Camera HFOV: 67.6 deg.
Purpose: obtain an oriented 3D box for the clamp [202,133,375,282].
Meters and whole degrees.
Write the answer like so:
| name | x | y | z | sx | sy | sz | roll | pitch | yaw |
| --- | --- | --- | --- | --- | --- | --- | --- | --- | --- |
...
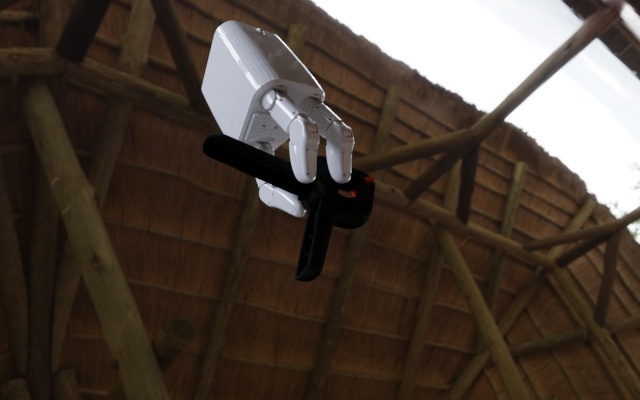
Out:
| name | x | y | z | sx | sy | sz | roll | pitch | yaw |
| --- | --- | --- | --- | --- | --- | --- | --- | --- | --- |
| clamp | 0.000 | 0.002 | 0.482 | 0.210 | 0.164 | 0.036 | -1 | -40 | -50 |
